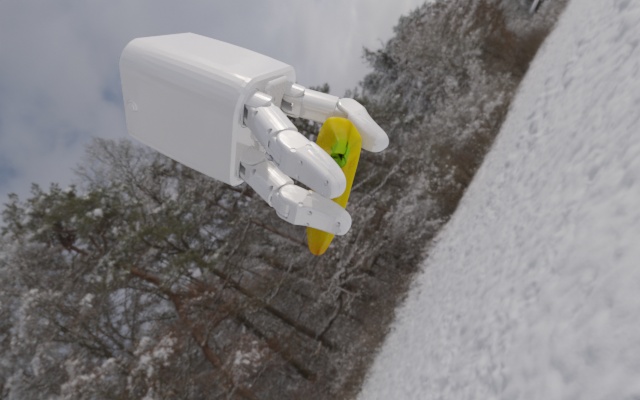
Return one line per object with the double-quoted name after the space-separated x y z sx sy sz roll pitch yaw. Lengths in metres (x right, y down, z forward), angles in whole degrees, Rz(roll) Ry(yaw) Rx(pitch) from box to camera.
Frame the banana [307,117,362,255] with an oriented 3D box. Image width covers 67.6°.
0.007 -0.015 0.421 0.037 0.069 0.198 22 -25 7 "banana"
